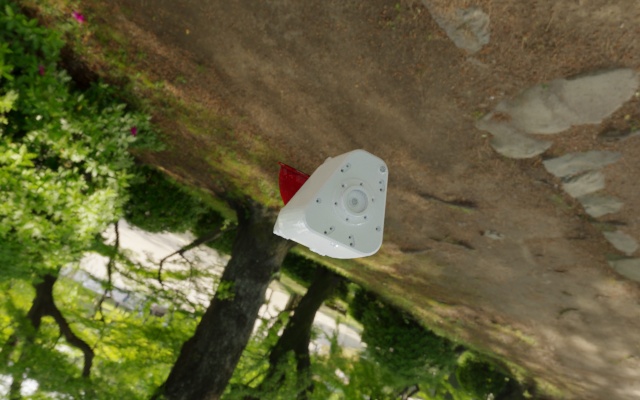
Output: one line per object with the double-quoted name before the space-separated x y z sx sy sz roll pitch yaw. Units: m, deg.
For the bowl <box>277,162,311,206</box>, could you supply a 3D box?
"bowl" 0.000 0.003 0.692 0.162 0.055 0.162 26 2 -1
